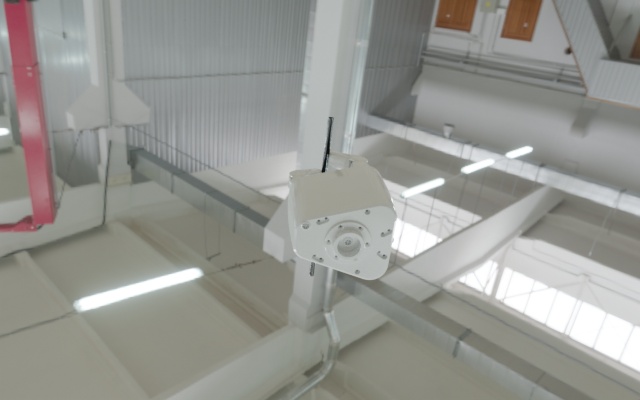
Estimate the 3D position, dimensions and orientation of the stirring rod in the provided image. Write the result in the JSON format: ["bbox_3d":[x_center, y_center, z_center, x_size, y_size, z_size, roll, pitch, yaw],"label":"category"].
[{"bbox_3d":[0.000,0.002,0.667,0.011,0.240,0.011,6,24,-3],"label":"stirring rod"}]
